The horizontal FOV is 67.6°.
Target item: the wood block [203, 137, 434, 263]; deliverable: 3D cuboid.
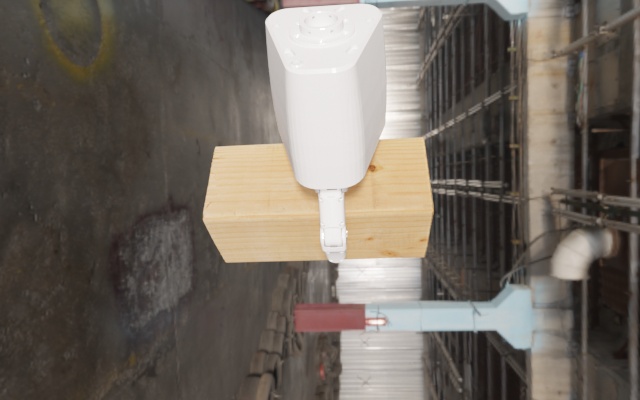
[{"bbox_3d":[0.000,0.002,0.480,0.206,0.090,0.090,-2,-35,5],"label":"wood block"}]
